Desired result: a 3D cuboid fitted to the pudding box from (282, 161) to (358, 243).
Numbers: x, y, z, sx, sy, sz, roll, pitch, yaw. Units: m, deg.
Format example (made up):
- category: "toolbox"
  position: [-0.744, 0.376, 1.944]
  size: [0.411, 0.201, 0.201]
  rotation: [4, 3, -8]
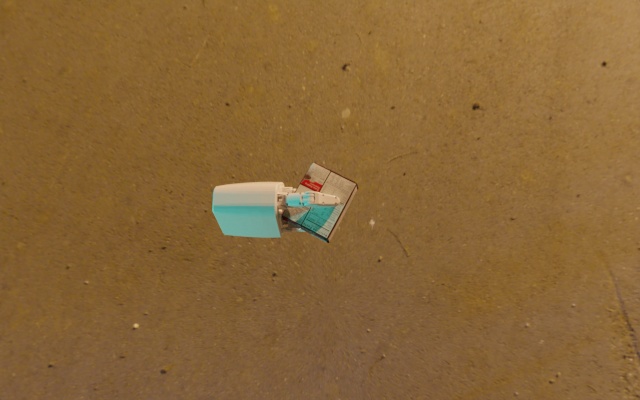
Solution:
- category: "pudding box"
  position: [0.000, 0.003, 0.808]
  size: [0.090, 0.113, 0.039]
  rotation: [27, -10, 9]
